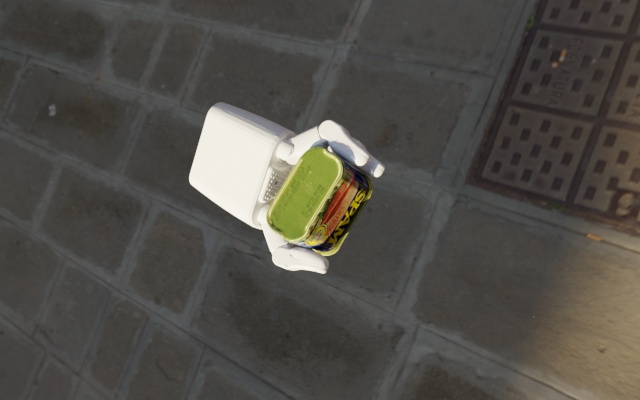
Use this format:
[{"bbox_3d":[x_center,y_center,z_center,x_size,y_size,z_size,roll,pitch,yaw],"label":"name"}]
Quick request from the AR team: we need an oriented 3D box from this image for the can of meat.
[{"bbox_3d":[0.000,0.002,0.497,0.057,0.102,0.084,32,2,27],"label":"can of meat"}]
